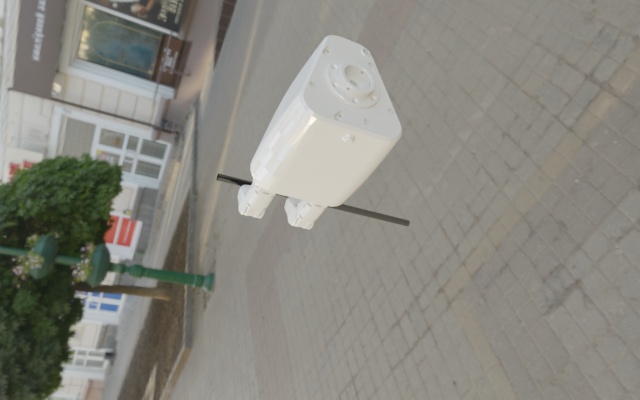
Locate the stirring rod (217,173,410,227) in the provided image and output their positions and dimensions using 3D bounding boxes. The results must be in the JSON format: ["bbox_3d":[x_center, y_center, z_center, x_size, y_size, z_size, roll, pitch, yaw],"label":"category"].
[{"bbox_3d":[0.000,0.002,0.548,0.239,0.011,0.011,14,-5,-22],"label":"stirring rod"}]
